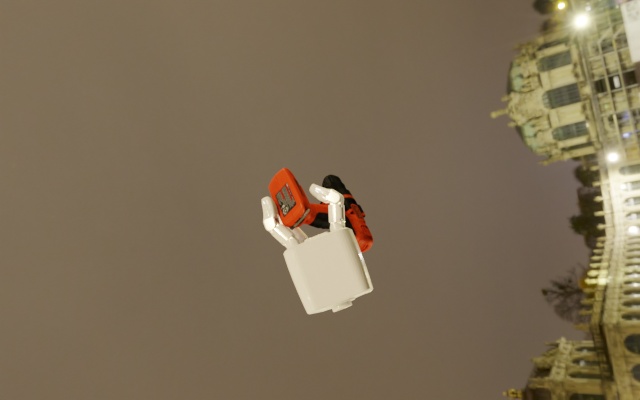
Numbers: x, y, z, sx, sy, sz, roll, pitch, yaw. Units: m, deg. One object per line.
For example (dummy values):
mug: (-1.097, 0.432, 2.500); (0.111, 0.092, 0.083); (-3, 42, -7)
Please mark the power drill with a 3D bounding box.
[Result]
power drill: (0.000, 0.003, 0.860); (0.188, 0.184, 0.057); (17, -56, -41)
